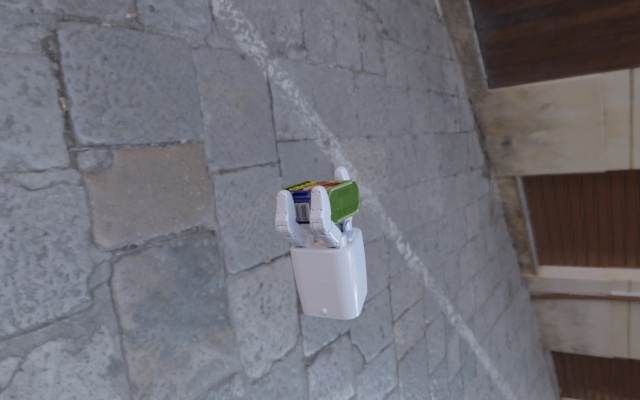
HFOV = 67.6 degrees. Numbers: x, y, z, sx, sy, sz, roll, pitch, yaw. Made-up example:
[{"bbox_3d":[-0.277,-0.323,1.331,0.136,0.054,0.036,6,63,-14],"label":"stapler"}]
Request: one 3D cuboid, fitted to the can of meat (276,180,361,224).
[{"bbox_3d":[0.000,0.002,0.694,0.084,0.057,0.102,-1,11,31],"label":"can of meat"}]
